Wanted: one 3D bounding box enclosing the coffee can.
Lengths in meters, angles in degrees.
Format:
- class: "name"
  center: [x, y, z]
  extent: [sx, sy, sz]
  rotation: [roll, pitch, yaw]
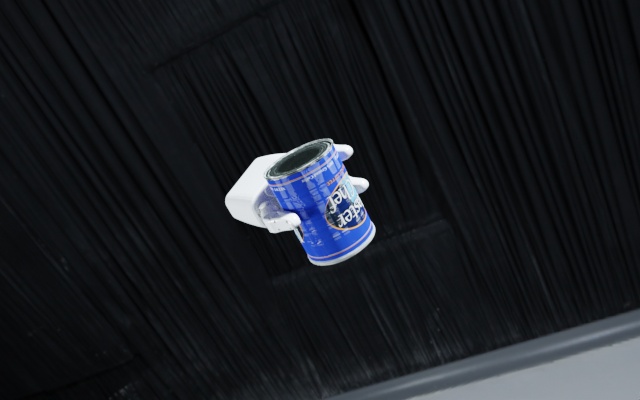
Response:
- class: "coffee can"
  center: [0.000, 0.002, 0.649]
  extent: [0.103, 0.140, 0.102]
  rotation: [-24, 21, 10]
